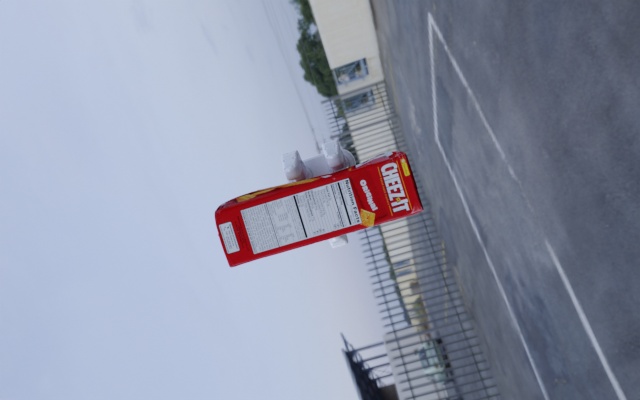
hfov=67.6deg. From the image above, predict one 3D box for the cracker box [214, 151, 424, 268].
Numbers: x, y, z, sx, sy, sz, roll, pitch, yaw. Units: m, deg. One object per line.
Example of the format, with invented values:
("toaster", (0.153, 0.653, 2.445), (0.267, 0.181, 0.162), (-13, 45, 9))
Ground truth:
("cracker box", (0.000, 0.002, 0.568), (0.214, 0.072, 0.164), (-17, 5, 6))
